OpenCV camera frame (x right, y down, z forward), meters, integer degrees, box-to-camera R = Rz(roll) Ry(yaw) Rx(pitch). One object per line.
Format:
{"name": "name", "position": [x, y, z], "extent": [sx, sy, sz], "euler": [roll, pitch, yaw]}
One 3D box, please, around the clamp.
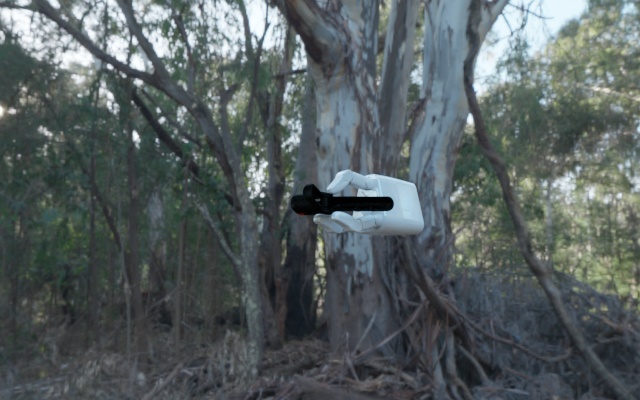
{"name": "clamp", "position": [0.000, 0.002, 0.833], "extent": [0.164, 0.036, 0.210], "euler": [11, -11, -34]}
